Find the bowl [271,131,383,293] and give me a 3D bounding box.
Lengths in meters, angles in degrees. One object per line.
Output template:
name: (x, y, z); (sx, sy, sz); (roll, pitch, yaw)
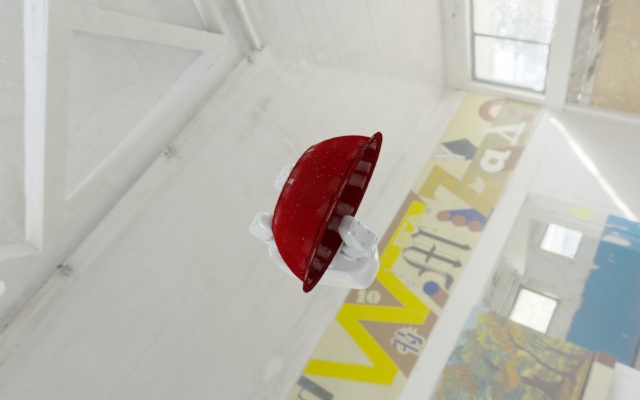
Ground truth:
bowl: (0.000, 0.001, 0.443); (0.055, 0.162, 0.162); (25, 5, 10)
